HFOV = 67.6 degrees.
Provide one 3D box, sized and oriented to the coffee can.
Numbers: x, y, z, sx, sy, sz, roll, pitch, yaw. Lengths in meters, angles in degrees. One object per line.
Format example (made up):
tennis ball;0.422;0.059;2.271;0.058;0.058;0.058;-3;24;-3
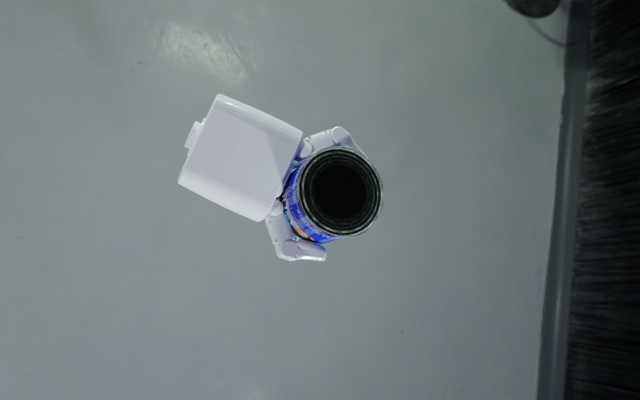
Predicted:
coffee can;0.000;0.002;0.584;0.103;0.103;0.140;0;-10;-20
